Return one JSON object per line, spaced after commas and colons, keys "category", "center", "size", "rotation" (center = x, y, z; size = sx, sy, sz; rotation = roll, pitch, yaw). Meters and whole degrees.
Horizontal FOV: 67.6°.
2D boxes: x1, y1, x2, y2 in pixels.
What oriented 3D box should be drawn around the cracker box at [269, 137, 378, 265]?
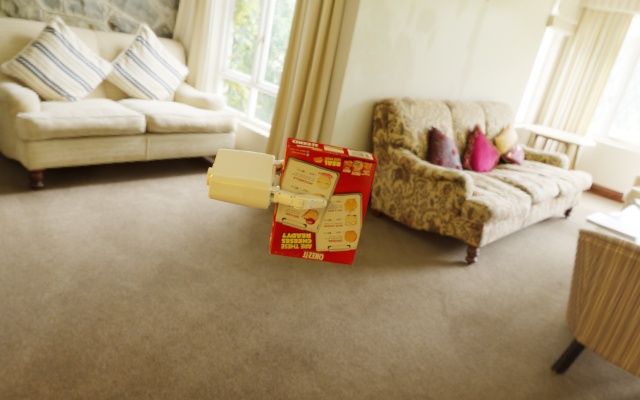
{"category": "cracker box", "center": [0.000, 0.003, 0.894], "size": [0.164, 0.214, 0.072], "rotation": [9, 21, -7]}
